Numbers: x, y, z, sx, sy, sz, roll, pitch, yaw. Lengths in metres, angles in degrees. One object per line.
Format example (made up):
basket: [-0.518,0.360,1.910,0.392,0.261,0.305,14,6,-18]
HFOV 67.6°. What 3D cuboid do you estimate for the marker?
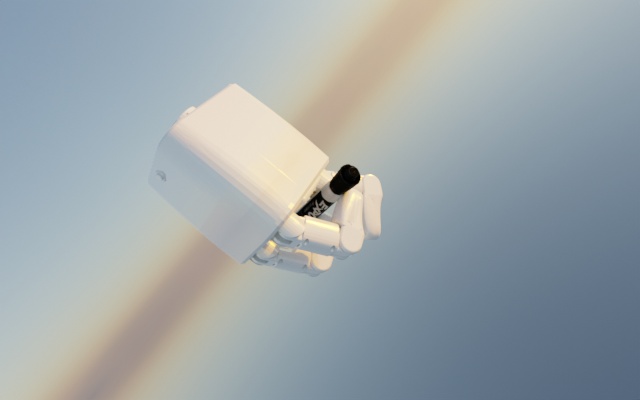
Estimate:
marker: [0.000,0.001,0.417,0.020,0.020,0.121,0,-23,-28]
